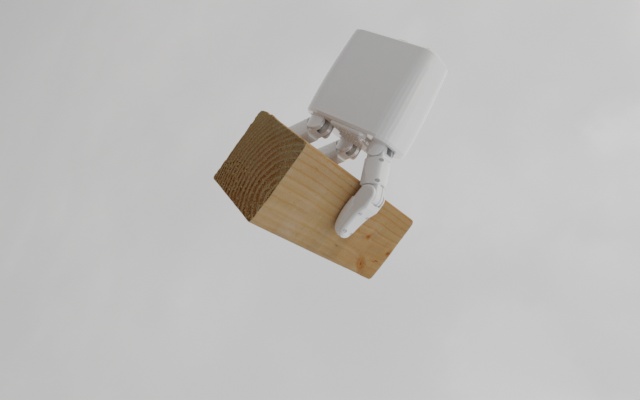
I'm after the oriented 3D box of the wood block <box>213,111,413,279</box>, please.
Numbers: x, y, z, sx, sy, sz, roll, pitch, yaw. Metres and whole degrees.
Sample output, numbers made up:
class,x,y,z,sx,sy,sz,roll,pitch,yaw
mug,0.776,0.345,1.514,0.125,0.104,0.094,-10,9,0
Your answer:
class,x,y,z,sx,sy,sz,roll,pitch,yaw
wood block,0.001,0.002,0.524,0.206,0.090,0.090,31,8,-45
